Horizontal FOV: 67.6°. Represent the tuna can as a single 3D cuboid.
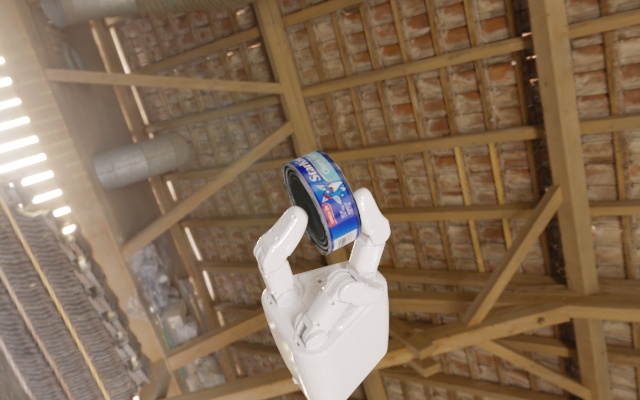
[{"bbox_3d":[0.001,0.001,0.410,0.034,0.086,0.086,-26,7,-15],"label":"tuna can"}]
